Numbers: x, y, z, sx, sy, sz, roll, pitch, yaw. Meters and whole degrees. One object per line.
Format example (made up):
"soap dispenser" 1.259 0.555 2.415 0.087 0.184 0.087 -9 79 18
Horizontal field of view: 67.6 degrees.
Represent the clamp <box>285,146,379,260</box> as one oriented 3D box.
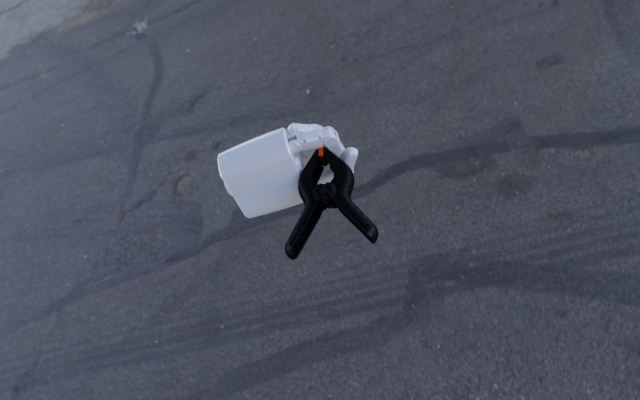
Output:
"clamp" 0.000 0.002 0.640 0.120 0.171 0.039 -16 -40 2
